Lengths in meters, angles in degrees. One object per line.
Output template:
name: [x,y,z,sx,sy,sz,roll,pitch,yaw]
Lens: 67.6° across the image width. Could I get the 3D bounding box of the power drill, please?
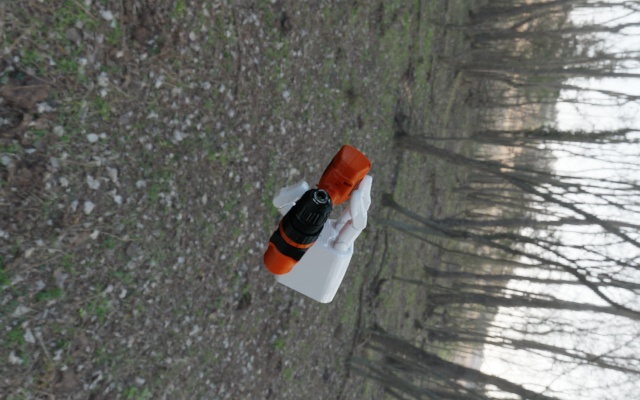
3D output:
power drill: [0.000,0.002,0.663,0.187,0.057,0.184,-50,-2,-40]
